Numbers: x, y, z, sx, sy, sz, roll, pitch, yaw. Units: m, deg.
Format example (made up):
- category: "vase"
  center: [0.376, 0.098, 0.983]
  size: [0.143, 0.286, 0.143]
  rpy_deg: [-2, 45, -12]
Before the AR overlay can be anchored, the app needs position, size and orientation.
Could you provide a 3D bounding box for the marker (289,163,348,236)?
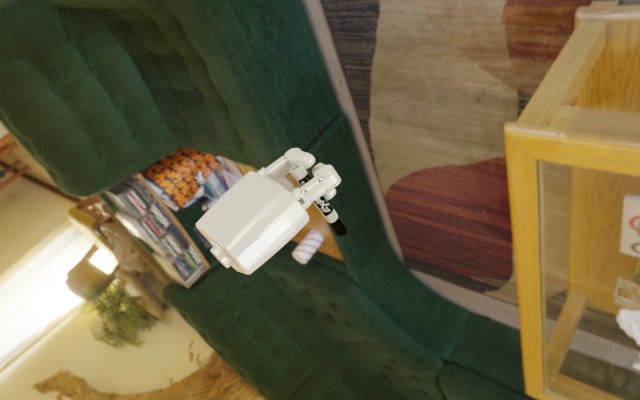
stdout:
- category: "marker"
  center: [0.000, 0.002, 0.638]
  size: [0.020, 0.121, 0.020]
  rpy_deg: [-30, 25, 15]
